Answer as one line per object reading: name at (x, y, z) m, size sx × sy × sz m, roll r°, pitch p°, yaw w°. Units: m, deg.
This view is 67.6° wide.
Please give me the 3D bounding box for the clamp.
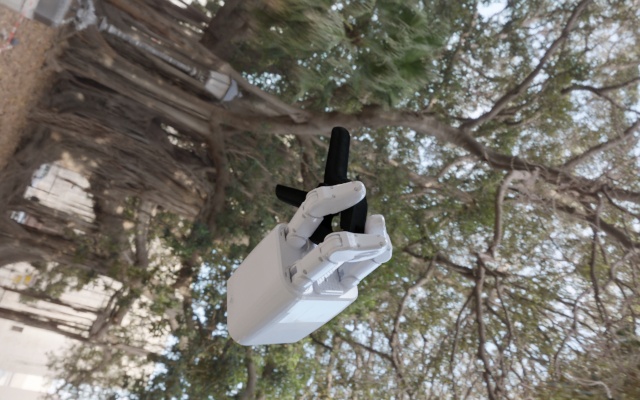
clamp at (0.001, 0.002, 0.540) m, size 0.039 × 0.171 × 0.120 m, roll 28°, pitch -57°, yaw -32°
